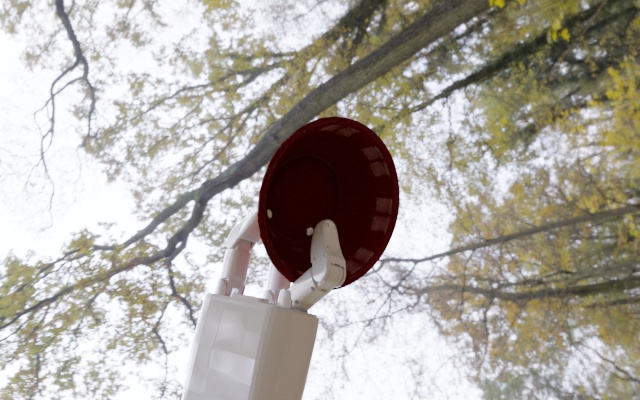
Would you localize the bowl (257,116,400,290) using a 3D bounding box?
[{"bbox_3d":[0.000,0.000,0.459,0.162,0.162,0.055,0,7,-35],"label":"bowl"}]
